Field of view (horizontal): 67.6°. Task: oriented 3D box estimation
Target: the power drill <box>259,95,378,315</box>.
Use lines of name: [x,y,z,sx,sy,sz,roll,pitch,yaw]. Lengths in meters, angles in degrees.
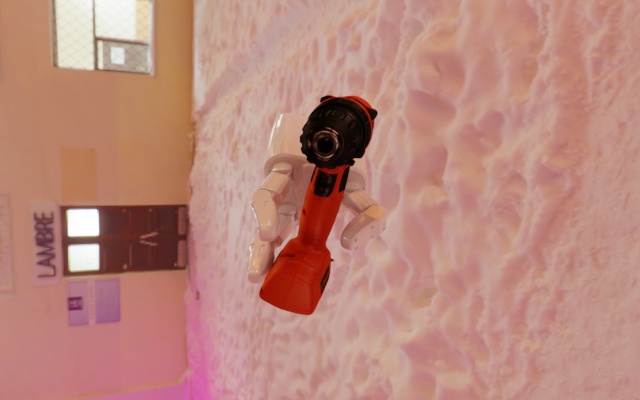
power drill: [0.000,0.002,0.418,0.057,0.188,0.184,20,18,6]
